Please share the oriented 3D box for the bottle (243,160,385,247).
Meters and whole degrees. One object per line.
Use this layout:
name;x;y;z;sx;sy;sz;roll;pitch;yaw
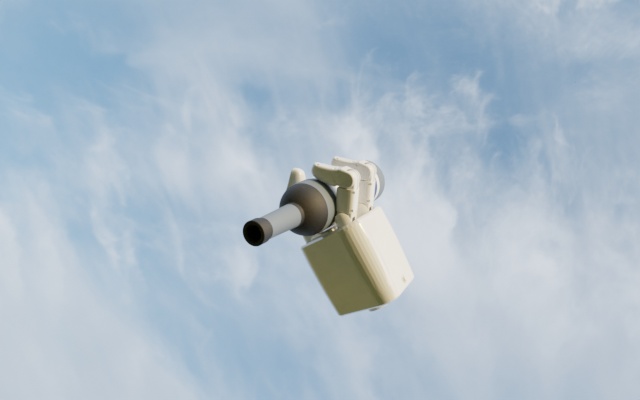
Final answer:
bottle;0.000;0.002;0.605;0.069;0.069;0.295;0;12;28
